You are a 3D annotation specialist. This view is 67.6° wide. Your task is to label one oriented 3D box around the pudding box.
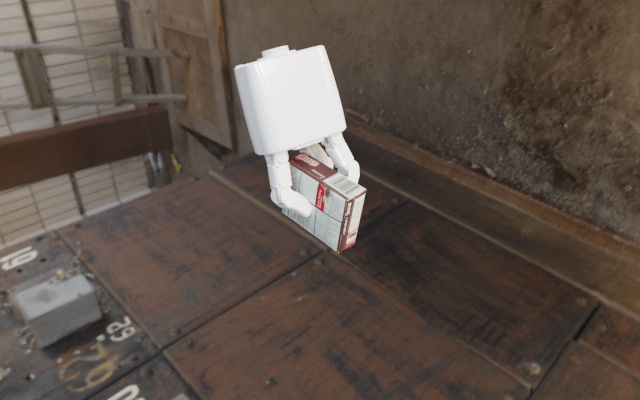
[{"bbox_3d":[0.000,0.002,0.625,0.039,0.090,0.113,-27,48,-38],"label":"pudding box"}]
